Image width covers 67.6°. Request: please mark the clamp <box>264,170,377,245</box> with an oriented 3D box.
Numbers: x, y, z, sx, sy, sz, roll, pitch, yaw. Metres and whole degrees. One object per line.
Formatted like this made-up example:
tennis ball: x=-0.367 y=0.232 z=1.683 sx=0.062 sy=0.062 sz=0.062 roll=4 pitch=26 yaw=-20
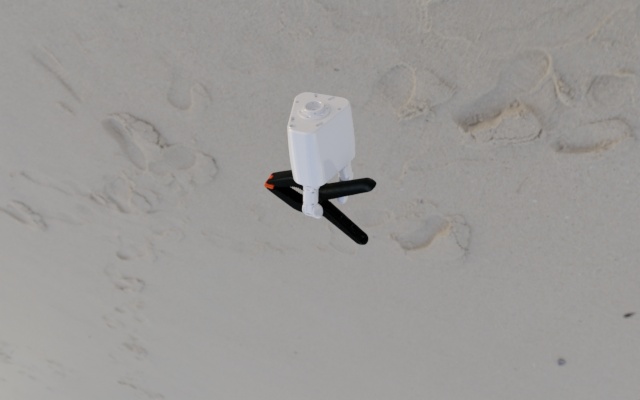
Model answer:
clamp: x=-0.001 y=0.003 z=0.849 sx=0.210 sy=0.165 sz=0.036 roll=15 pitch=49 yaw=21
